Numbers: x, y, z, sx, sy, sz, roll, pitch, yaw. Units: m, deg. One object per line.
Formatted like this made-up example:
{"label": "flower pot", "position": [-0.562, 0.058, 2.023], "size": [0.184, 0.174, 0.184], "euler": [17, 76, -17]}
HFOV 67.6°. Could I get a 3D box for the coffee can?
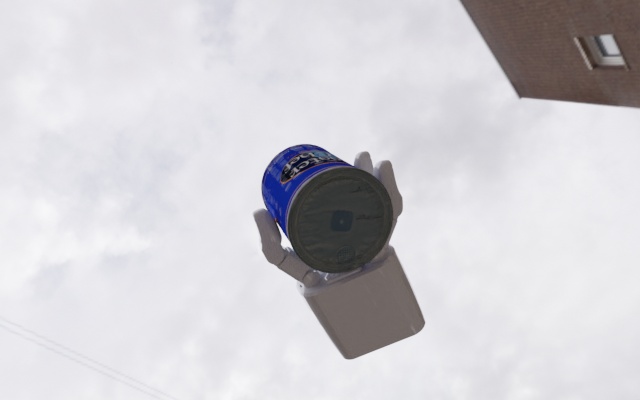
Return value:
{"label": "coffee can", "position": [0.000, 0.002, 0.500], "size": [0.103, 0.103, 0.140], "euler": [0, 15, -17]}
